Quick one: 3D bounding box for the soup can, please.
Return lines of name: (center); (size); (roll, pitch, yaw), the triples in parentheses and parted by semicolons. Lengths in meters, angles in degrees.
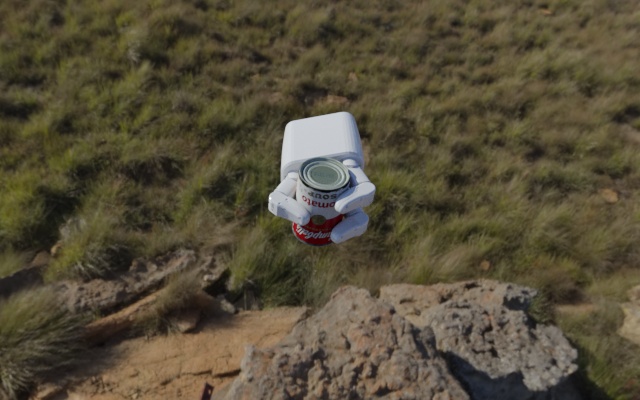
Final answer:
soup can: (0.000, 0.002, 0.628); (0.068, 0.102, 0.068); (5, 43, -4)
